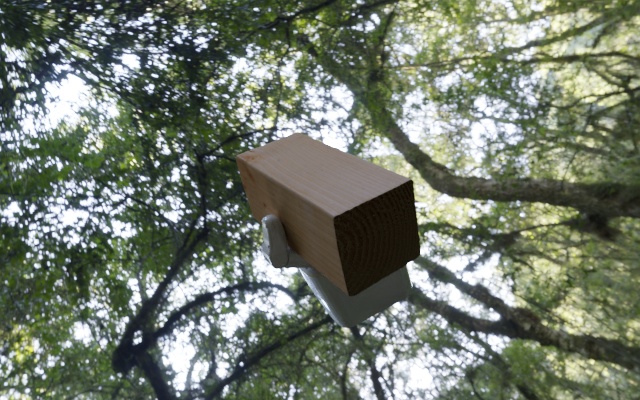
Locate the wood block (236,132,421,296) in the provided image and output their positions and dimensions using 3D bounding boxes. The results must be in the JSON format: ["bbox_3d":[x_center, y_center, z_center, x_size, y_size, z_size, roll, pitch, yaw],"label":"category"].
[{"bbox_3d":[0.000,0.002,0.511,0.091,0.090,0.206,-26,31,-24],"label":"wood block"}]
